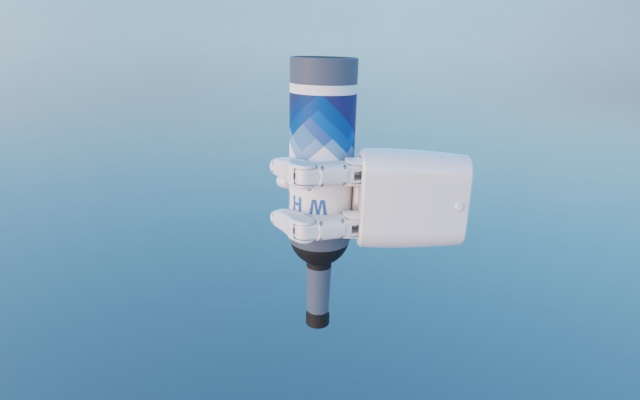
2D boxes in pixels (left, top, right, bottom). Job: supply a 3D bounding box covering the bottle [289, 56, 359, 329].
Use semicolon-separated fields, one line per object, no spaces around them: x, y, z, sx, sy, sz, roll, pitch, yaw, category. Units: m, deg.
0.000;0.001;0.506;0.069;0.296;0.069;1;18;0;bottle
